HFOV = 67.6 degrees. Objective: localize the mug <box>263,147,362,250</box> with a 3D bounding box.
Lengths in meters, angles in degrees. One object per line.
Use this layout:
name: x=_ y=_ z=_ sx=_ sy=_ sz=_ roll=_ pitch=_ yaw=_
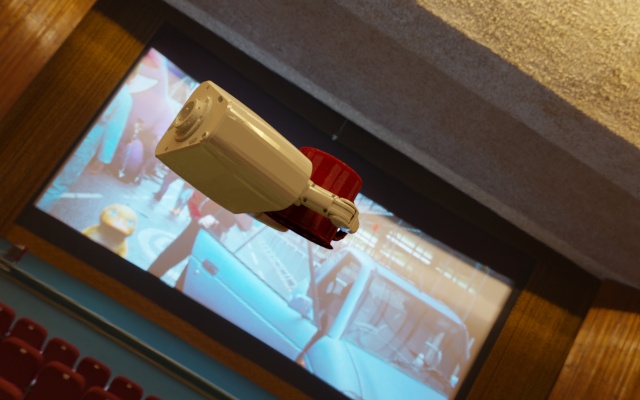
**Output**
mug: x=0.001 y=0.002 z=0.527 sx=0.117 sy=0.081 sz=0.093 roll=38 pitch=-13 yaw=-37
